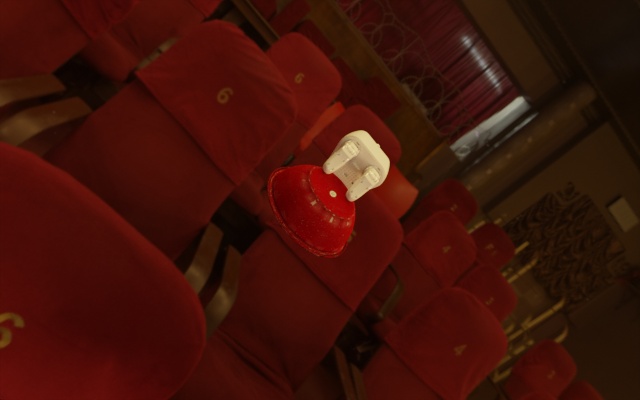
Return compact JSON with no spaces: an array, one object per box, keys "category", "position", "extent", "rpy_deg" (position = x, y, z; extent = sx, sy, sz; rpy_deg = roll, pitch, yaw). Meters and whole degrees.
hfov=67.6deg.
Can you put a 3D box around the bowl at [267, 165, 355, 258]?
[{"category":"bowl","position":[0.000,0.003,0.711],"extent":[0.055,0.162,0.162],"rpy_deg":[-39,-23,31]}]
